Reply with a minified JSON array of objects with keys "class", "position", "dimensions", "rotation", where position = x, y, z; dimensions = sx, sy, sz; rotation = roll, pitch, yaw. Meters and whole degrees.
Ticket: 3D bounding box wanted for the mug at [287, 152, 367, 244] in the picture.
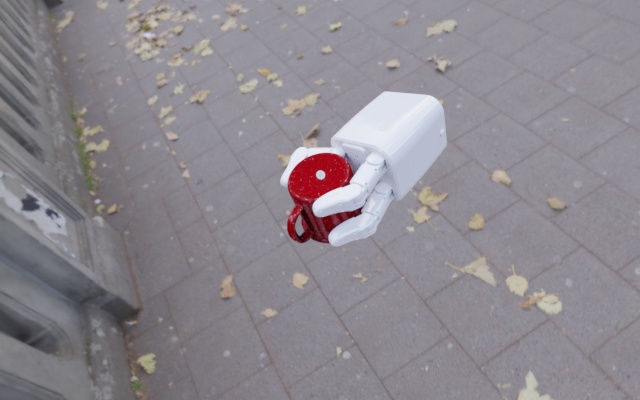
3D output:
[{"class":"mug","position":[-0.001,0.003,0.598],"dimensions":[0.093,0.117,0.082],"rotation":[30,-23,37]}]
